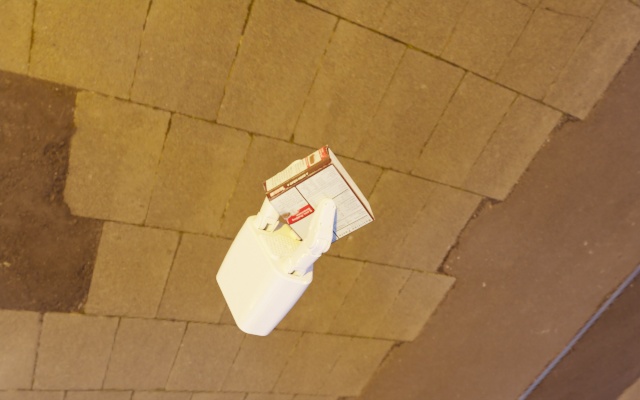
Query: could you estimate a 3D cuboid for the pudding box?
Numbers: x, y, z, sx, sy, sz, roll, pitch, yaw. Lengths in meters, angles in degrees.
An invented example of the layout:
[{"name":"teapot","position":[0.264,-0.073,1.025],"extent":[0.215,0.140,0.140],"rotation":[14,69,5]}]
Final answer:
[{"name":"pudding box","position":[0.000,0.002,0.568],"extent":[0.090,0.039,0.113],"rotation":[-30,-49,10]}]
